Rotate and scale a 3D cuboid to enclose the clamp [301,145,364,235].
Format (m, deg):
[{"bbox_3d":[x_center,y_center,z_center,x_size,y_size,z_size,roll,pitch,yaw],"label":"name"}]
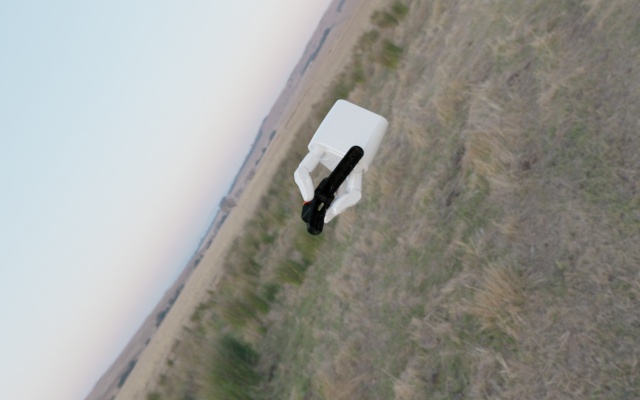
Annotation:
[{"bbox_3d":[-0.001,0.002,0.838,0.036,0.164,0.210,32,-21,-7],"label":"clamp"}]
